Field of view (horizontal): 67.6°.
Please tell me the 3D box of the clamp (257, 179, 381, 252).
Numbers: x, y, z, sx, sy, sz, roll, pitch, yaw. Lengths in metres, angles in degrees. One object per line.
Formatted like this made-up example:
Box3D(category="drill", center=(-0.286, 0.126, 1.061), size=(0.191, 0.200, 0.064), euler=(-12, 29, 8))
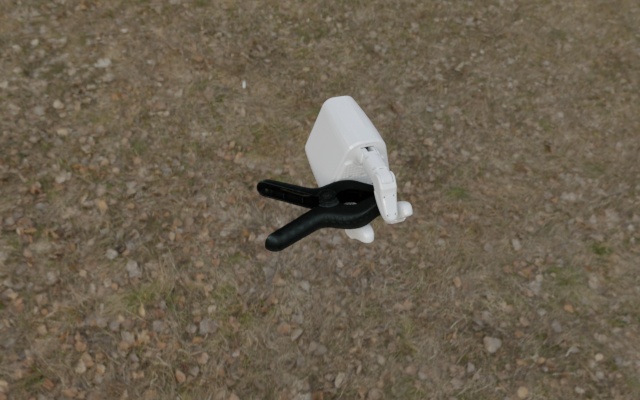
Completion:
Box3D(category="clamp", center=(0.000, 0.002, 0.604), size=(0.171, 0.039, 0.120), euler=(-11, 48, -16))
